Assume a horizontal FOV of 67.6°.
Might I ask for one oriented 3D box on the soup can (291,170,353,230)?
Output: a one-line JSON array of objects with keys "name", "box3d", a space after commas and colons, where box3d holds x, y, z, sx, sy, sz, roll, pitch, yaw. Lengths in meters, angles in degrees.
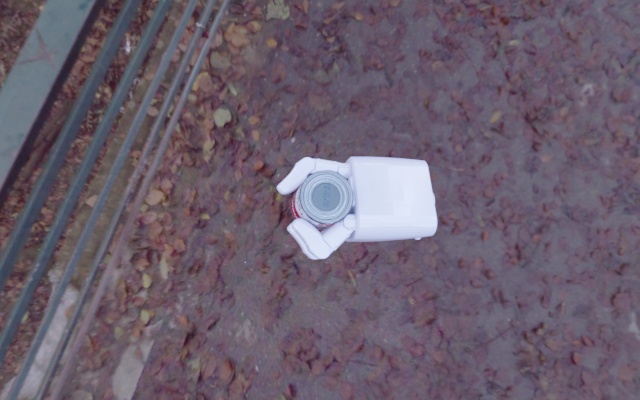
[{"name": "soup can", "box3d": [0.000, 0.002, 0.618, 0.068, 0.068, 0.102, 0, -7, -9]}]
